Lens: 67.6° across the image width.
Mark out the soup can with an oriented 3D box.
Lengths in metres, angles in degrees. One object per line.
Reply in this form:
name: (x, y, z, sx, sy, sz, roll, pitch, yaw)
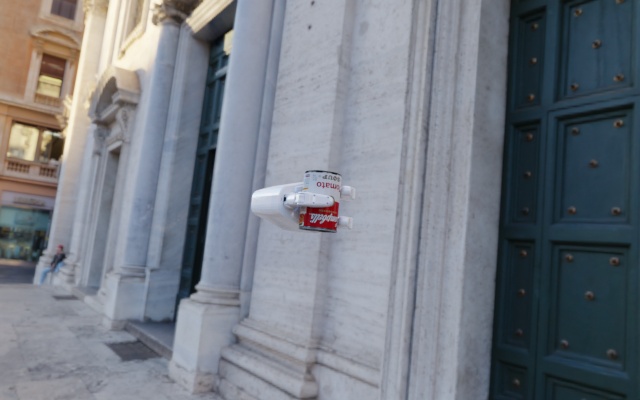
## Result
soup can: (0.000, 0.002, 0.839, 0.068, 0.102, 0.068, 6, -7, 1)
